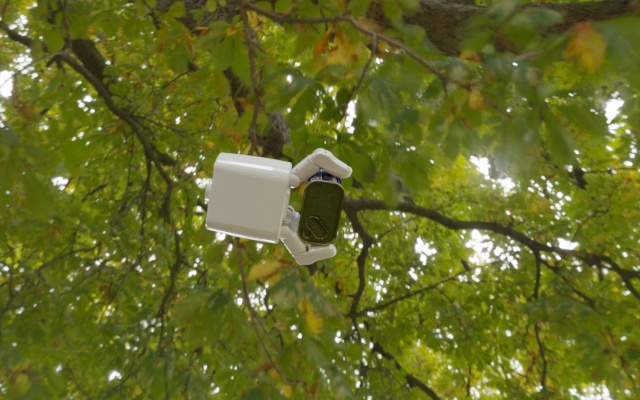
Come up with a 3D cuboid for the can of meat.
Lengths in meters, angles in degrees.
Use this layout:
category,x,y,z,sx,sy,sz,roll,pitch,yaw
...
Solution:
category,x,y,z,sx,sy,sz,roll,pitch,yaw
can of meat,0.000,0.002,0.708,0.057,0.102,0.084,8,25,-4
